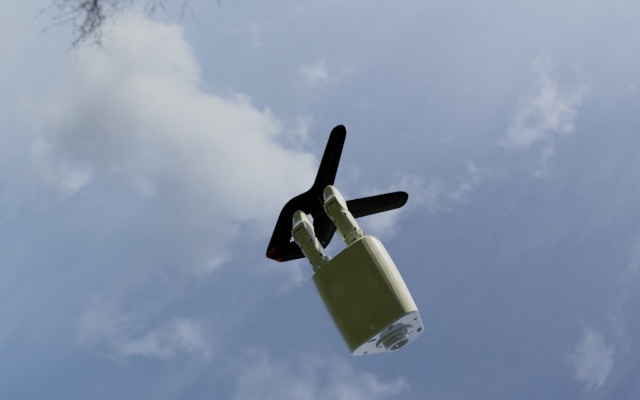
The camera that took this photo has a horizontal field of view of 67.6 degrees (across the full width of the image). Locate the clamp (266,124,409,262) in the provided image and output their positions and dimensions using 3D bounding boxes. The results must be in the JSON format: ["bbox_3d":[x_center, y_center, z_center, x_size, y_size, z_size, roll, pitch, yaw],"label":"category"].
[{"bbox_3d":[0.000,0.003,0.662,0.210,0.164,0.036,-39,-36,15],"label":"clamp"}]
